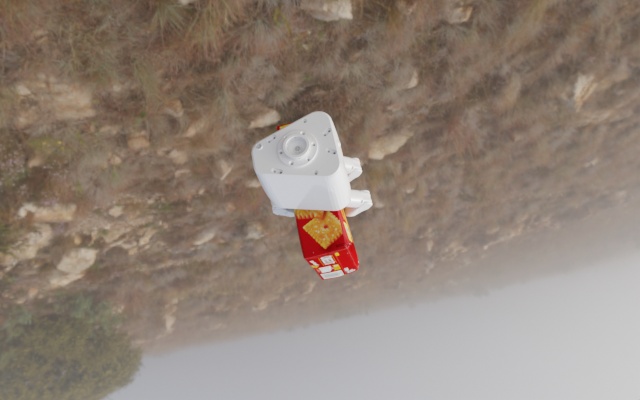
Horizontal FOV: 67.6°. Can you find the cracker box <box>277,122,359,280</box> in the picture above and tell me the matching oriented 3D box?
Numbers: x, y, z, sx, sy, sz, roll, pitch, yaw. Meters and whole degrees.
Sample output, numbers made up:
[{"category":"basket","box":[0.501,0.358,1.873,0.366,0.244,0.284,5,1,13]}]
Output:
[{"category":"cracker box","box":[0.000,0.003,0.751,0.072,0.213,0.164,-14,-21,5]}]
